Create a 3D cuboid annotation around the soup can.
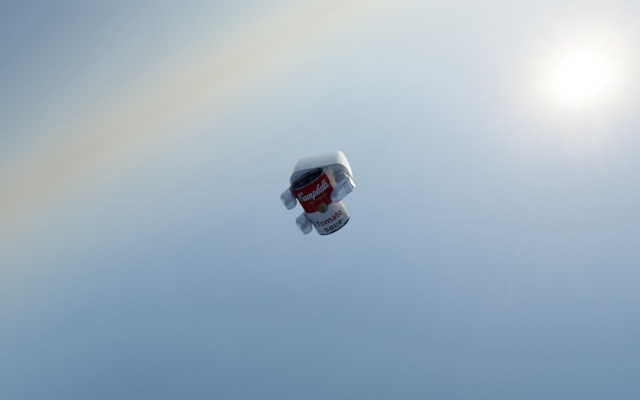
[{"bbox_3d":[0.000,0.003,0.846,0.068,0.102,0.068,-27,19,10],"label":"soup can"}]
